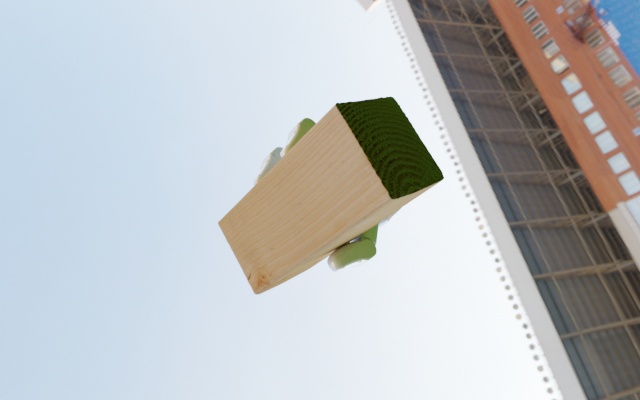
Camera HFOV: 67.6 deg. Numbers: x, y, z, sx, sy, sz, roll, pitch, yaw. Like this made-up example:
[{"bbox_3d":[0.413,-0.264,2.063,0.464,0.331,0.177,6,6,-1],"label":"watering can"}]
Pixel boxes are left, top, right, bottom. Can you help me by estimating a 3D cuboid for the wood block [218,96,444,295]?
[{"bbox_3d":[0.000,0.002,0.459,0.090,0.091,0.206,-19,-15,-47],"label":"wood block"}]
